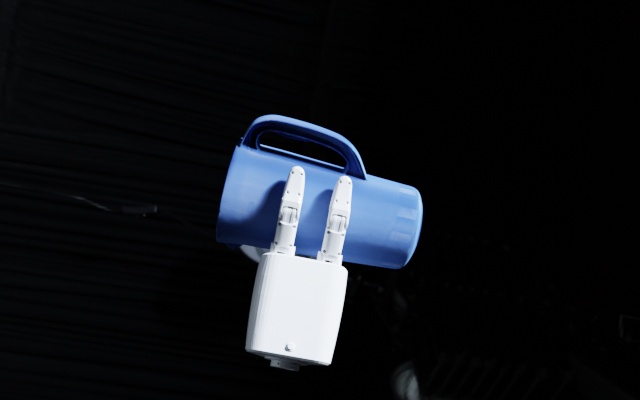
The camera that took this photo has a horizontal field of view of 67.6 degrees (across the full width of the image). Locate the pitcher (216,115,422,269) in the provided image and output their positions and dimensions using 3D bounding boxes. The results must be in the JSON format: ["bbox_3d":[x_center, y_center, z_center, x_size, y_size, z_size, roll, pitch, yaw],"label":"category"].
[{"bbox_3d":[0.000,0.002,0.599,0.243,0.145,0.149,12,-21,-5],"label":"pitcher"}]
